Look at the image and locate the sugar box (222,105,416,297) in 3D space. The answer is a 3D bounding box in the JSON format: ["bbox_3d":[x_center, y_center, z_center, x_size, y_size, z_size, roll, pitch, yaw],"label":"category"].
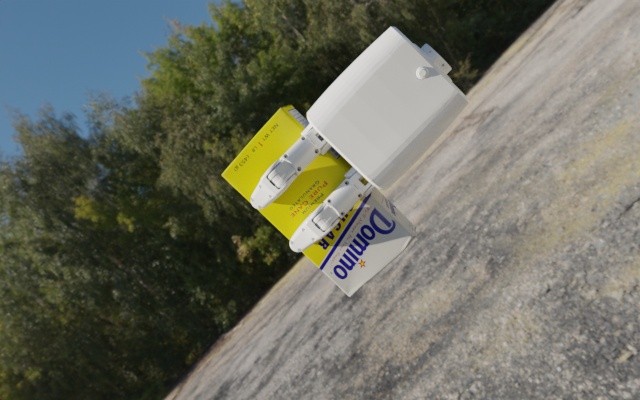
[{"bbox_3d":[0.000,0.002,0.468,0.093,0.176,0.048,-46,1,18],"label":"sugar box"}]
